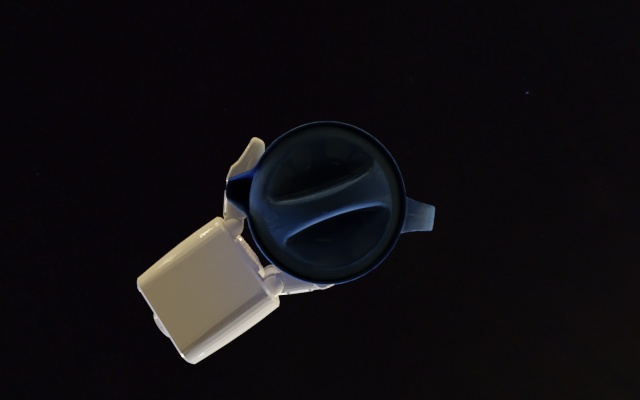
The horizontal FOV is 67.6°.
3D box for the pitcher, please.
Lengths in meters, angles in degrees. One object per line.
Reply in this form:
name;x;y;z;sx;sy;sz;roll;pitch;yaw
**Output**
pitcher;0.000;0.002;0.502;0.145;0.149;0.243;-39;6;-5
